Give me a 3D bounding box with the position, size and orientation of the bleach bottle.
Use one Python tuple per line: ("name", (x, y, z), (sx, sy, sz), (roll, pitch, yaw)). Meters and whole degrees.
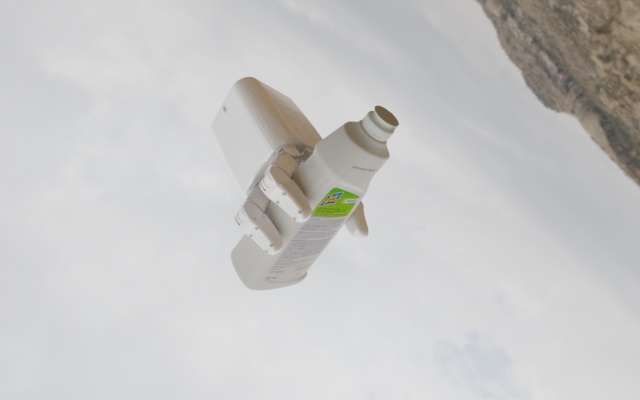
("bleach bottle", (0.000, 0.002, 0.515), (0.102, 0.068, 0.251), (-4, -37, -46))
